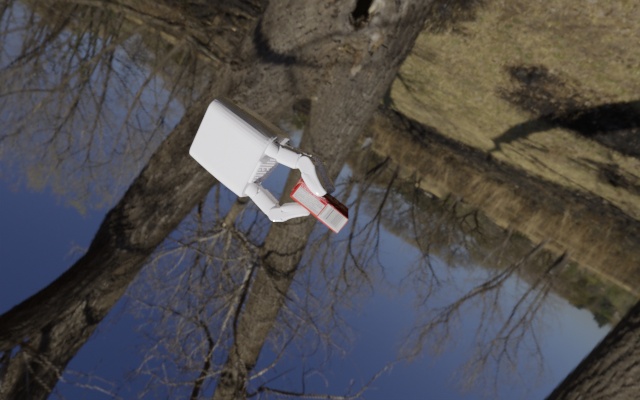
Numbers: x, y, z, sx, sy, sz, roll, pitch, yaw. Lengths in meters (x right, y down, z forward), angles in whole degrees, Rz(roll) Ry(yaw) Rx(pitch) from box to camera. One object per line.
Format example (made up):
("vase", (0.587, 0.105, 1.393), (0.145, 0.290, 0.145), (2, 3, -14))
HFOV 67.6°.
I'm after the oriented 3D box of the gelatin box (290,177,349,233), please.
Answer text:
("gelatin box", (0.000, 0.003, 0.700), (0.089, 0.030, 0.073), (39, 10, -5))
